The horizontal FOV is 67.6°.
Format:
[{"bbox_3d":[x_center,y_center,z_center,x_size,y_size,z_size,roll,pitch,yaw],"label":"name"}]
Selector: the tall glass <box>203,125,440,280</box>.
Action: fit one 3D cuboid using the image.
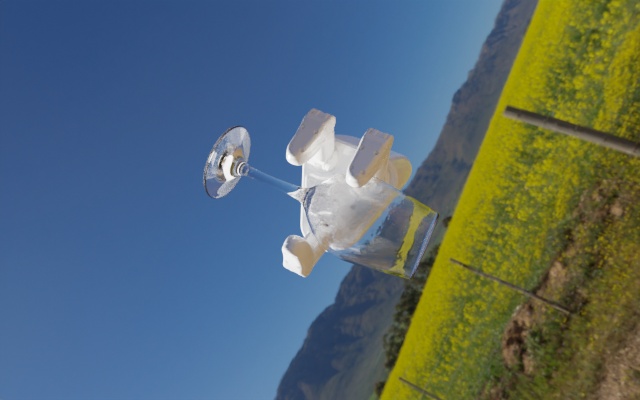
[{"bbox_3d":[-0.001,0.001,0.427,0.201,0.079,0.079,23,7,16],"label":"tall glass"}]
